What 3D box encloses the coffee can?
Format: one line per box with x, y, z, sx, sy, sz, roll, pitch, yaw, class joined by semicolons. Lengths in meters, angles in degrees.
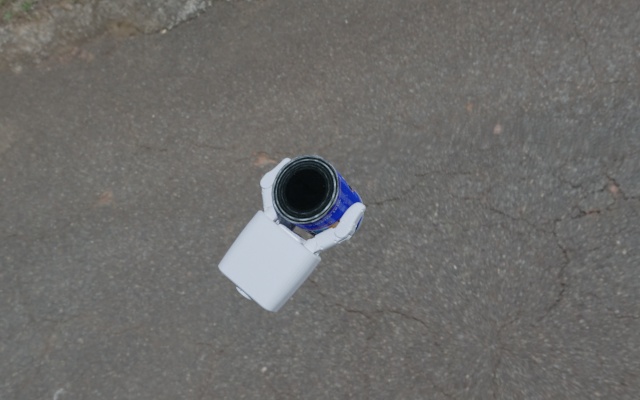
0.000;0.002;0.733;0.103;0.102;0.140;0;-16;20;coffee can
